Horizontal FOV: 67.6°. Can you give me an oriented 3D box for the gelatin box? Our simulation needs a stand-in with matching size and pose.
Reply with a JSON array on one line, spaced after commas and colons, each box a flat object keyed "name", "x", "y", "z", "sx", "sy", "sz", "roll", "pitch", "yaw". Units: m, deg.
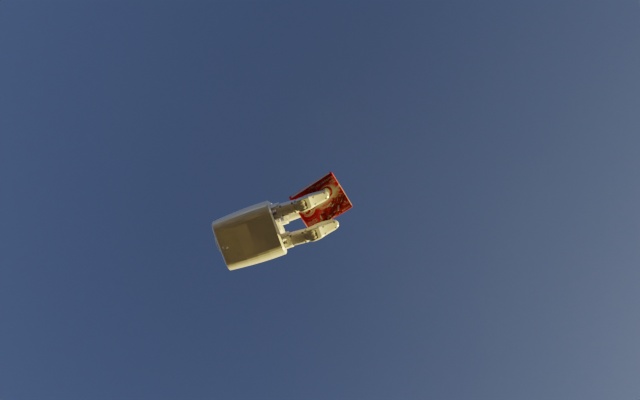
[{"name": "gelatin box", "x": 0.000, "y": 0.003, "z": 0.847, "sx": 0.089, "sy": 0.073, "sz": 0.030, "roll": -32, "pitch": 11, "yaw": -2}]
